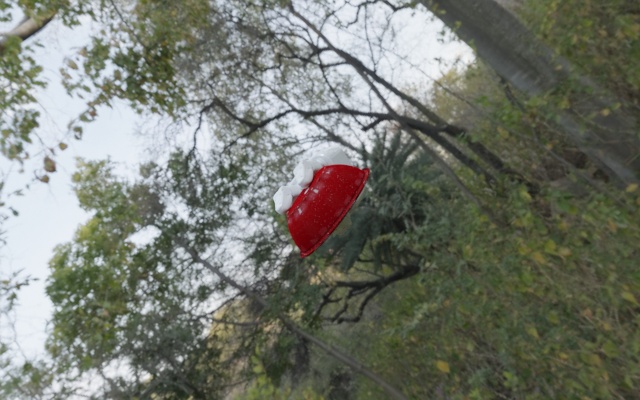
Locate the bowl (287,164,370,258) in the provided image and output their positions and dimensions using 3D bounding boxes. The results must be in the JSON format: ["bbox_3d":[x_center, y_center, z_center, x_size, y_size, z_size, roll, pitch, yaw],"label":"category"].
[{"bbox_3d":[0.000,0.002,0.688,0.055,0.162,0.162,37,-6,-8],"label":"bowl"}]
